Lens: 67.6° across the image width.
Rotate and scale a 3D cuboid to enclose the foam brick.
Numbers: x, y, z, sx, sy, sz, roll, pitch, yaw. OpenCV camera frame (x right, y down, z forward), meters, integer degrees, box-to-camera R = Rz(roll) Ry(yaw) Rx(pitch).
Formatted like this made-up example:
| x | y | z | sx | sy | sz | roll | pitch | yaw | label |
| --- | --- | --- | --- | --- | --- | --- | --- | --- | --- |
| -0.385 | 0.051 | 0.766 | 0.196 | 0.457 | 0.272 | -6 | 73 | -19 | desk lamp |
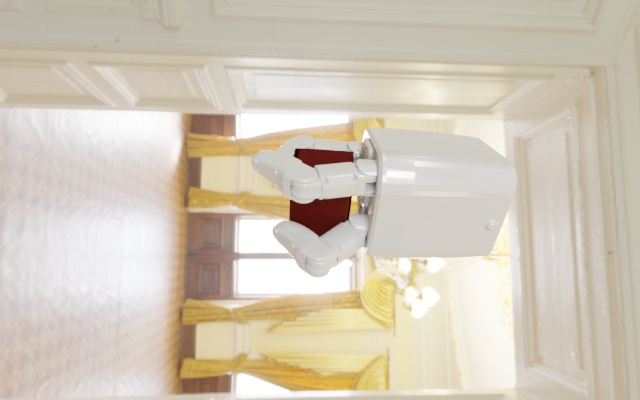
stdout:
| x | y | z | sx | sy | sz | roll | pitch | yaw | label |
| --- | --- | --- | --- | --- | --- | --- | --- | --- | --- |
| 0.000 | 0.002 | 0.416 | 0.051 | 0.078 | 0.053 | 4 | 39 | -1 | foam brick |
